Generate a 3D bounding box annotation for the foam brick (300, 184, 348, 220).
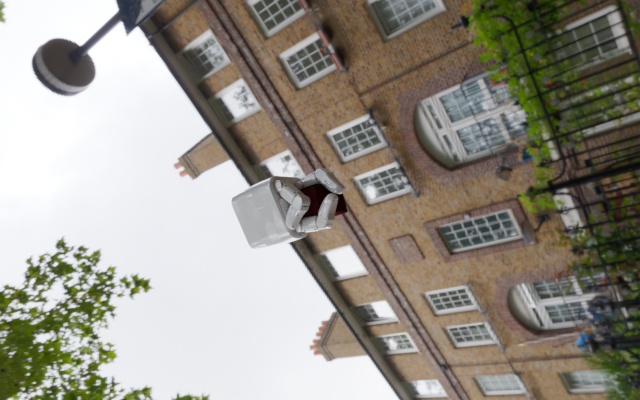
[{"bbox_3d":[0.000,0.003,0.831,0.051,0.053,0.078,-20,-13,35],"label":"foam brick"}]
